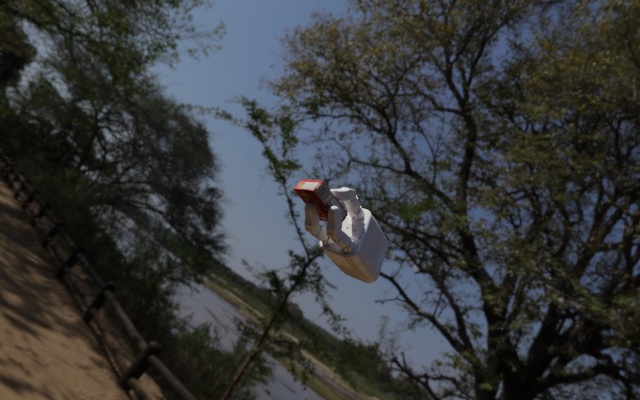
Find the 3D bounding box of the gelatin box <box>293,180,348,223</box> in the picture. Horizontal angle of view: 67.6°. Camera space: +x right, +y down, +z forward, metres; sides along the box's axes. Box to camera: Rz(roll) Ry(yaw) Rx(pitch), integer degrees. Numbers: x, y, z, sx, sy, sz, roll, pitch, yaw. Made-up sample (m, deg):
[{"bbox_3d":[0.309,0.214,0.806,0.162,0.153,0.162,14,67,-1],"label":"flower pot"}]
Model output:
[{"bbox_3d":[0.000,0.002,0.886,0.030,0.089,0.073,-48,27,-20],"label":"gelatin box"}]
